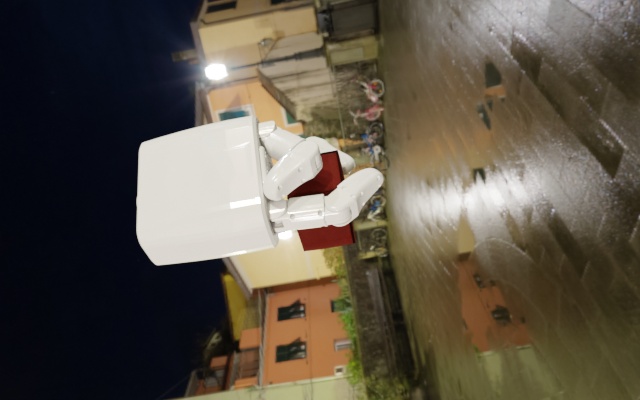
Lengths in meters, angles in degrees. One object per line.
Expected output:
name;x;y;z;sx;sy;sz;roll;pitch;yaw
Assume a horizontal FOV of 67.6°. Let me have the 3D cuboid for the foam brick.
foam brick;0.000;0.002;0.444;0.051;0.053;0.078;-12;-44;2
